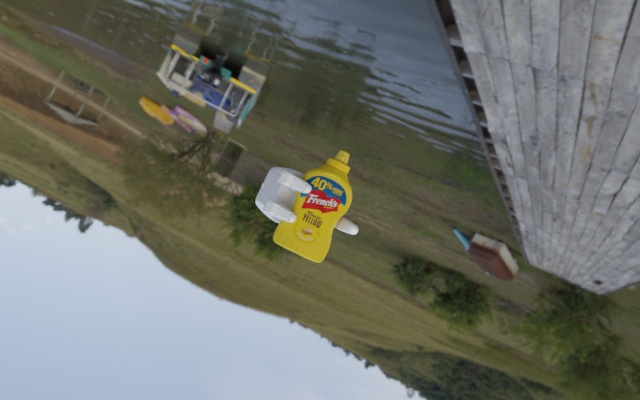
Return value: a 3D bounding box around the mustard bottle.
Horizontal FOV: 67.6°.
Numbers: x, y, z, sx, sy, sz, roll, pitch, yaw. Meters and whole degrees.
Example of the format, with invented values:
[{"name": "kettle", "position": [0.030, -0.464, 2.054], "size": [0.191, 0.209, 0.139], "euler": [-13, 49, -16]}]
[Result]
[{"name": "mustard bottle", "position": [0.000, 0.003, 0.820], "size": [0.096, 0.191, 0.058], "euler": [26, -1, -2]}]
